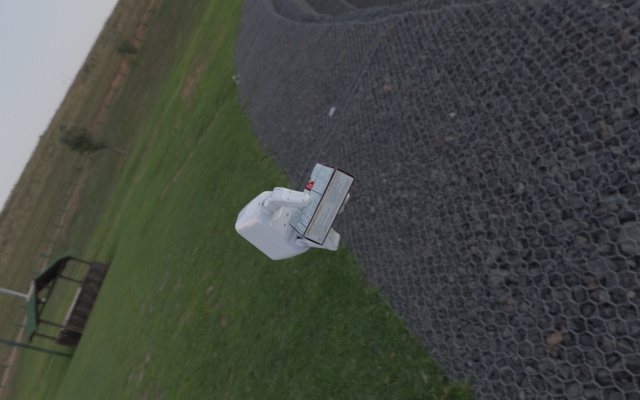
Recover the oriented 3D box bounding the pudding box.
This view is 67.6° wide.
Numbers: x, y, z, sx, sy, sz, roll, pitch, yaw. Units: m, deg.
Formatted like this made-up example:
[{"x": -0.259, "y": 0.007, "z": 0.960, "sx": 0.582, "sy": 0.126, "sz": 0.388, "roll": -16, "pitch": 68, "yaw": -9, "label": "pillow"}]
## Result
[{"x": 0.000, "y": 0.002, "z": 0.713, "sx": 0.039, "sy": 0.113, "sz": 0.090, "roll": 24, "pitch": 2, "yaw": -21, "label": "pudding box"}]
